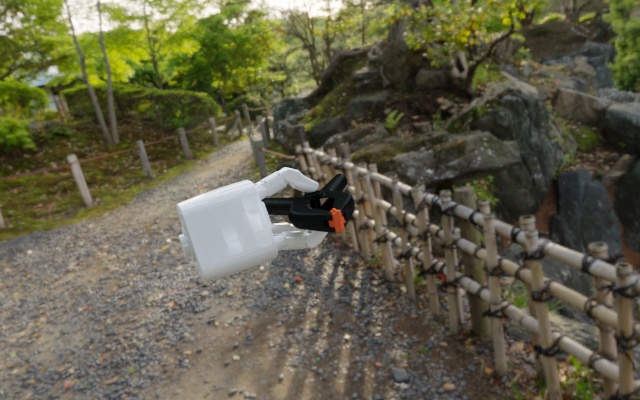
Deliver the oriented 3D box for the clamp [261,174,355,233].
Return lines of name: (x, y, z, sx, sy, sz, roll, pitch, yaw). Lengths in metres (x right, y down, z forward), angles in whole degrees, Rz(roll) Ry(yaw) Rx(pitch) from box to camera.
clamp: (0.000, 0.002, 0.701, 0.164, 0.036, 0.210, -20, 17, -20)
